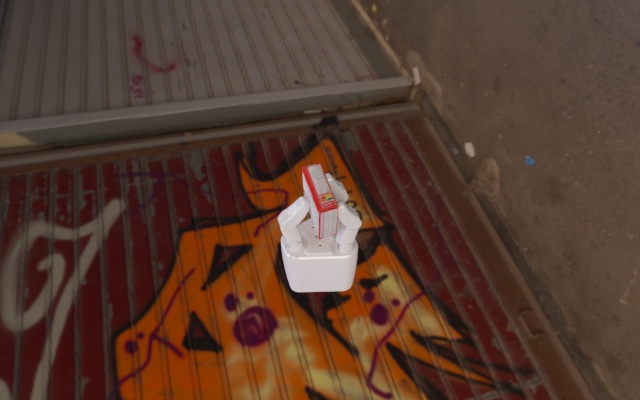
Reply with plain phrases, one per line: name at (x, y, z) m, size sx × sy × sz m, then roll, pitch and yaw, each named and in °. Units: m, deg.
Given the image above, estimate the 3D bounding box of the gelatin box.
gelatin box at (0.000, 0.002, 0.661) m, size 0.030 × 0.073 × 0.089 m, roll -16°, pitch -27°, yaw -8°
